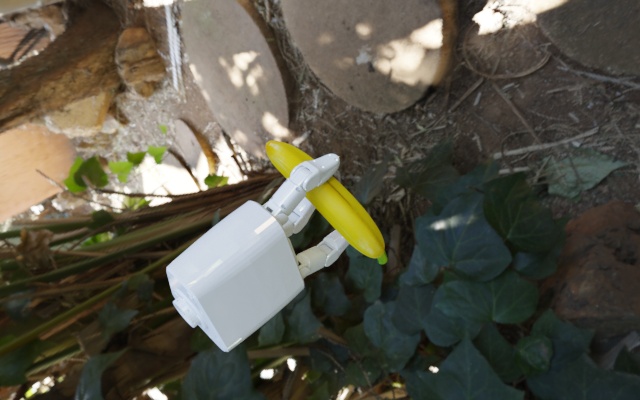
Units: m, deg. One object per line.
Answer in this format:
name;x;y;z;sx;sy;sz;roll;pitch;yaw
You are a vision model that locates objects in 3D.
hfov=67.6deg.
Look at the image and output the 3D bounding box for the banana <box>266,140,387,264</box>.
banana;0.006;-0.001;0.531;0.037;0.198;0.070;-41;-5;-19
